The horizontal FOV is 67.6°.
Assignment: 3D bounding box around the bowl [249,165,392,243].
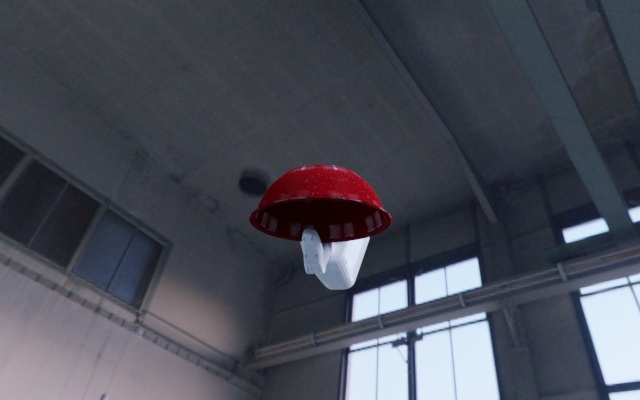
[{"bbox_3d":[0.000,0.001,0.553,0.162,0.055,0.162,1,-20,0],"label":"bowl"}]
